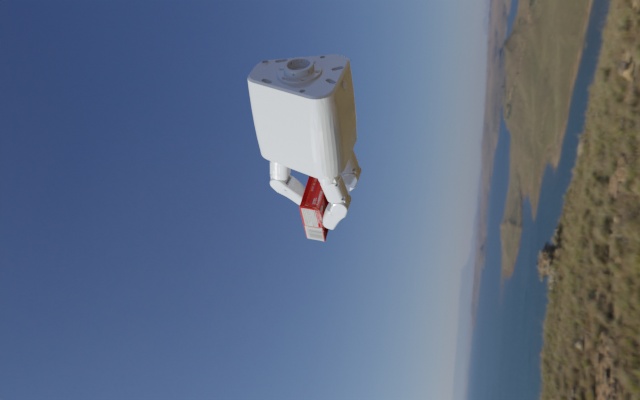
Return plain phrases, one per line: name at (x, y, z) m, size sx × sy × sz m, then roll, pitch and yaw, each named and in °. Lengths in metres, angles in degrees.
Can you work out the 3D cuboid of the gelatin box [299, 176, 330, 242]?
gelatin box at (0.000, 0.002, 0.640) m, size 0.030 × 0.073 × 0.089 m, roll 11°, pitch -30°, yaw 12°
